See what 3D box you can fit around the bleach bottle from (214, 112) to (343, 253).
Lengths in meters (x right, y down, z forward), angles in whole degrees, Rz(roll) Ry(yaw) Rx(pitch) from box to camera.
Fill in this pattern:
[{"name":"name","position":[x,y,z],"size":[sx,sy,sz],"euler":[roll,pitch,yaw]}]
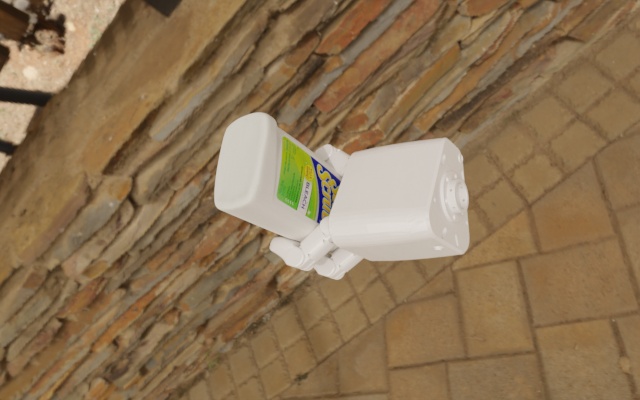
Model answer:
[{"name":"bleach bottle","position":[0.000,0.002,0.538],"size":[0.068,0.102,0.251],"euler":[-9,-24,38]}]
